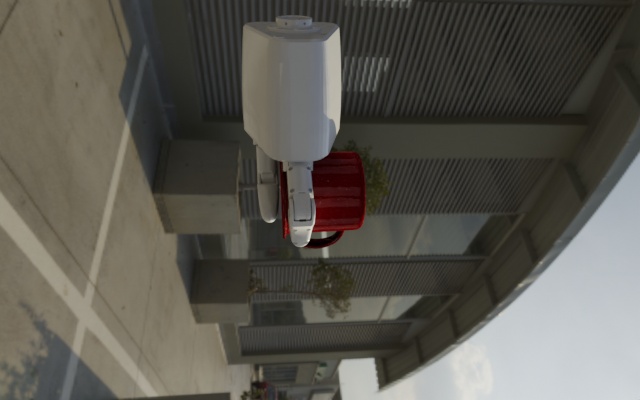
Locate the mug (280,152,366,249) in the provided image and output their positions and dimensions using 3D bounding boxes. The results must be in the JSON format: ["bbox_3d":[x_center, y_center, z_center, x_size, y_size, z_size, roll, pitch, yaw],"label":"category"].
[{"bbox_3d":[0.000,0.003,0.498,0.081,0.117,0.093,-2,30,-5],"label":"mug"}]
